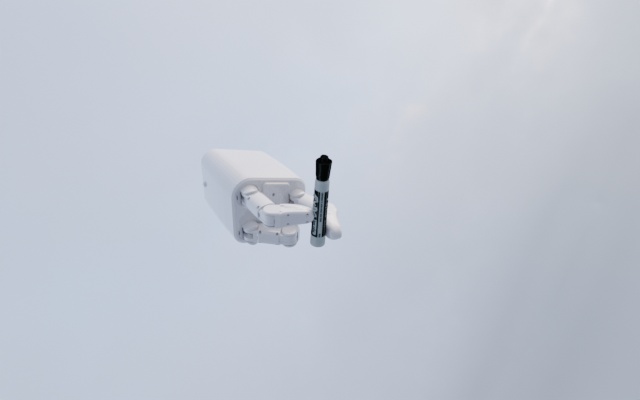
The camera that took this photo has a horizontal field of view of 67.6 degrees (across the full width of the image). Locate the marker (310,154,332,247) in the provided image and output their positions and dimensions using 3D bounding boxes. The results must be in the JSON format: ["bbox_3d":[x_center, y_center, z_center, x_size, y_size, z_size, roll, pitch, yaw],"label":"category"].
[{"bbox_3d":[0.000,0.002,0.557,0.020,0.121,0.020,3,33,-2],"label":"marker"}]
